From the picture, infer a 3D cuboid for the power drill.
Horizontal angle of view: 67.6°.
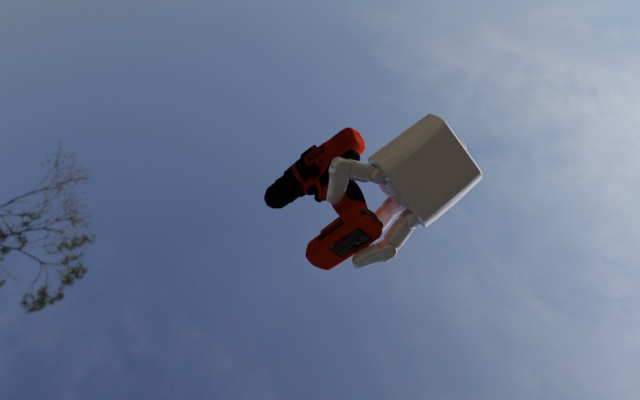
[{"bbox_3d":[0.000,0.002,0.682,0.184,0.187,0.057,-36,-45,21],"label":"power drill"}]
